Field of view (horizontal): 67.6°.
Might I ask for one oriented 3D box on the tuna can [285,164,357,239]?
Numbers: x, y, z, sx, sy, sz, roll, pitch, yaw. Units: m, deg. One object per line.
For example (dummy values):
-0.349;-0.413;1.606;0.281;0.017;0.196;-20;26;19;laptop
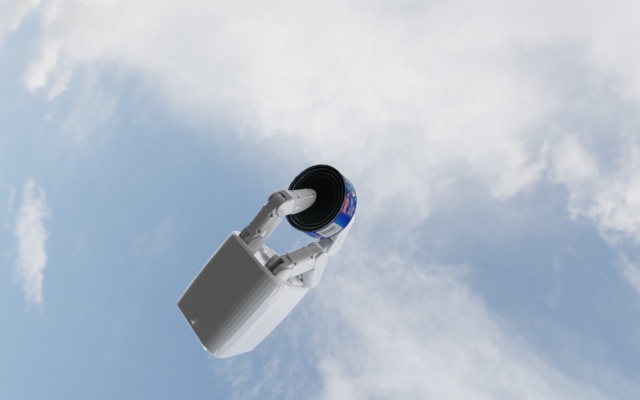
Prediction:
0.000;0.002;0.575;0.086;0.086;0.034;0;-21;33;tuna can
